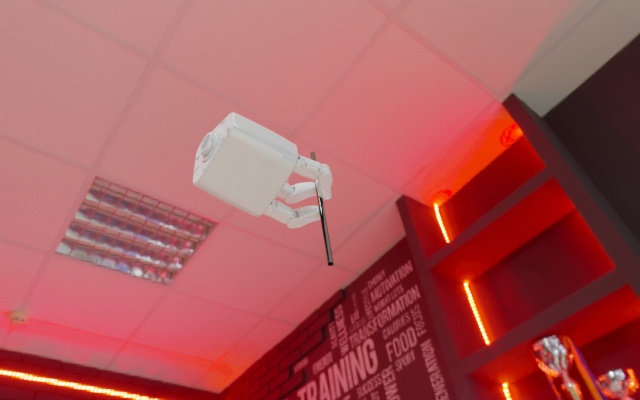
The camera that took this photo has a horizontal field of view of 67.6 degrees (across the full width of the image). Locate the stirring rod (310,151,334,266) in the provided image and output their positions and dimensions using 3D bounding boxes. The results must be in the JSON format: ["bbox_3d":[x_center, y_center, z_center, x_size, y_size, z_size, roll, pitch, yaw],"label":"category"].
[{"bbox_3d":[0.000,0.002,0.721,0.011,0.011,0.239,0,43,-9],"label":"stirring rod"}]
